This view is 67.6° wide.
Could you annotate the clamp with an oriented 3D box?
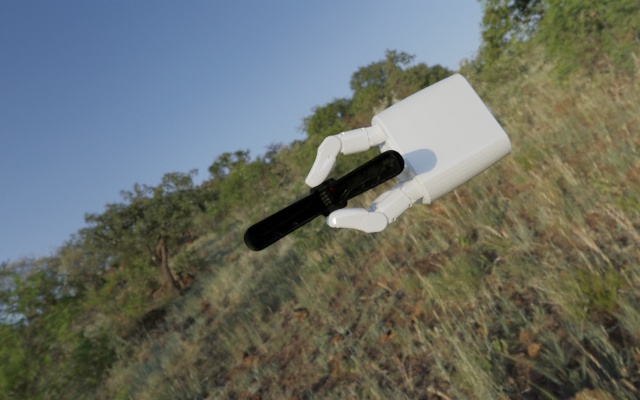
[{"bbox_3d":[0.000,0.001,0.523,0.164,0.036,0.210,-28,0,-2],"label":"clamp"}]
